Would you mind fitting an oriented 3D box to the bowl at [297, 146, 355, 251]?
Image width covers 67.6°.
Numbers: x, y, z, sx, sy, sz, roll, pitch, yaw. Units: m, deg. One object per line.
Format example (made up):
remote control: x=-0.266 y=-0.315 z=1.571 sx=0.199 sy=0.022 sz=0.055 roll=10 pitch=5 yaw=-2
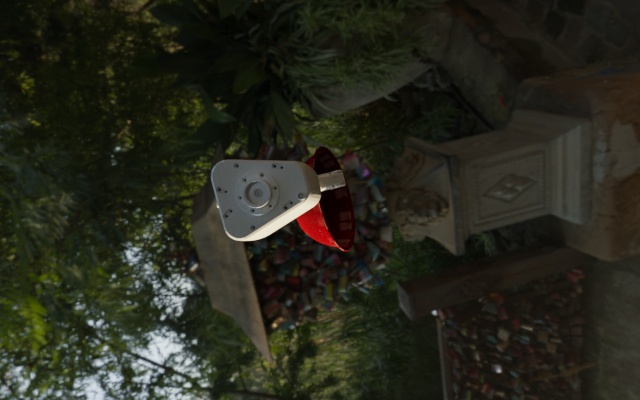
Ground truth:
bowl: x=0.000 y=0.003 z=0.727 sx=0.055 sy=0.162 sz=0.162 roll=-14 pitch=-5 yaw=20
